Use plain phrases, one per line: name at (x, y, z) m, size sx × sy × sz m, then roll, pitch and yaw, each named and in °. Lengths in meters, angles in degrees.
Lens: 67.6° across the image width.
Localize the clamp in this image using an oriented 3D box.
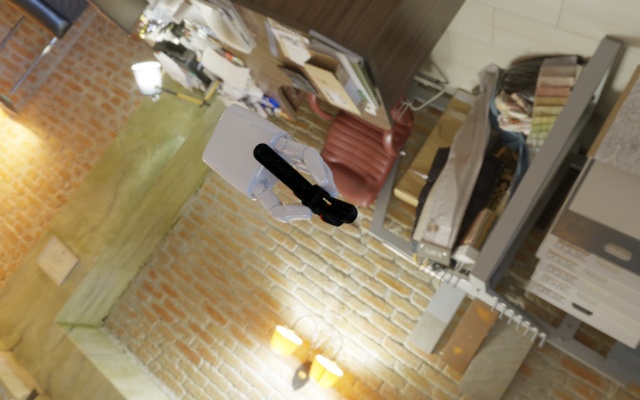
clamp at (0.000, 0.003, 0.689) m, size 0.164 × 0.036 × 0.210 m, roll 36°, pitch -6°, yaw 23°
